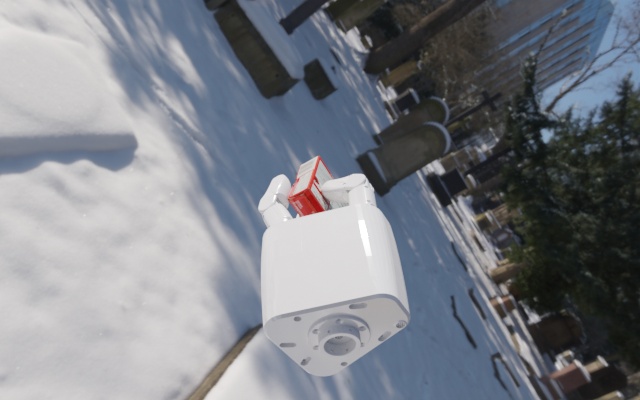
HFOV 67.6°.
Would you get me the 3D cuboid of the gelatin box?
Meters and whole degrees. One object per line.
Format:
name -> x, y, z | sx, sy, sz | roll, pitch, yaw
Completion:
gelatin box -> 0.001, 0.001, 0.534 | 0.030, 0.073, 0.089 | -26, 22, 20
